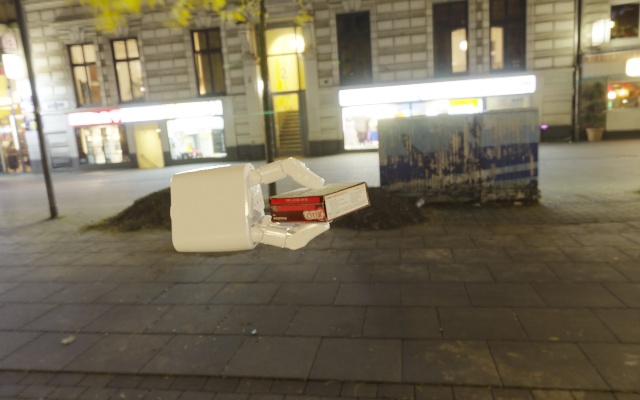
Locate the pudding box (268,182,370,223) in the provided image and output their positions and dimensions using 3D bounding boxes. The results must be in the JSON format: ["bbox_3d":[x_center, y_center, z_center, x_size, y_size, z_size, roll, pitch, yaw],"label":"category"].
[{"bbox_3d":[0.000,0.002,0.638,0.090,0.039,0.113,-1,12,35],"label":"pudding box"}]
